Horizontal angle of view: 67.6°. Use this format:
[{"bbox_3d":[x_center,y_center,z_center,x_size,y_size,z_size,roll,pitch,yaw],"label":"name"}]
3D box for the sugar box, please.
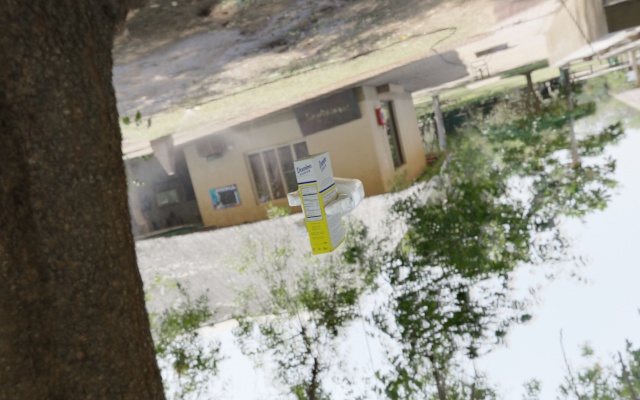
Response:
[{"bbox_3d":[0.000,0.003,0.885,0.048,0.176,0.093,-10,8,21],"label":"sugar box"}]
